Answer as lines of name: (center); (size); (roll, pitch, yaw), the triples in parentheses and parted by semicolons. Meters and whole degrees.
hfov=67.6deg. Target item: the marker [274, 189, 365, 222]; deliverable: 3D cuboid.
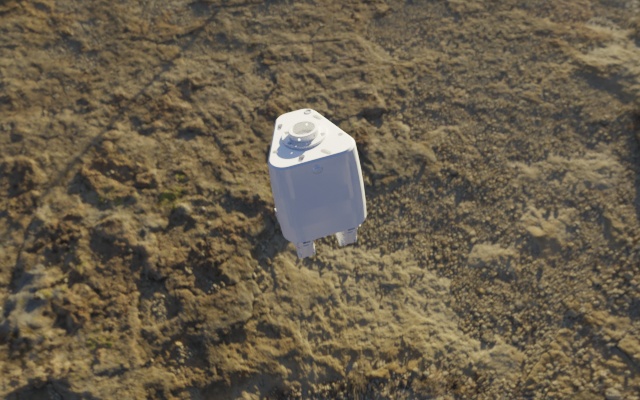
marker: (0.000, 0.002, 0.624); (0.121, 0.020, 0.020); (-17, 2, -7)
